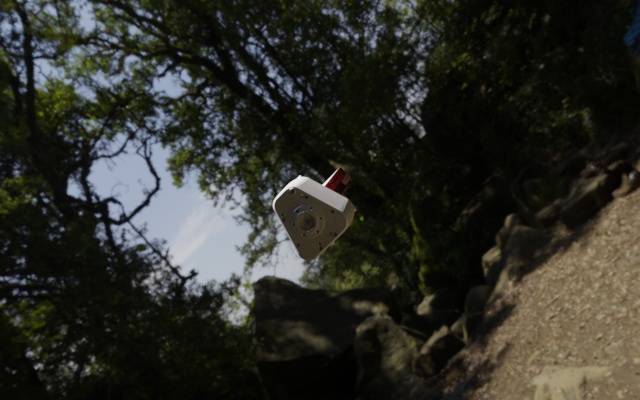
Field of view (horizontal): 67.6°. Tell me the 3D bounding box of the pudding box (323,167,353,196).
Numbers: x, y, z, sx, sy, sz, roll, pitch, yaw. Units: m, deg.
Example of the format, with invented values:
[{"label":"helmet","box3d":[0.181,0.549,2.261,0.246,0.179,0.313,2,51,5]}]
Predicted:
[{"label":"pudding box","box3d":[0.000,0.003,0.846,0.113,0.039,0.090,-43,4,39]}]
